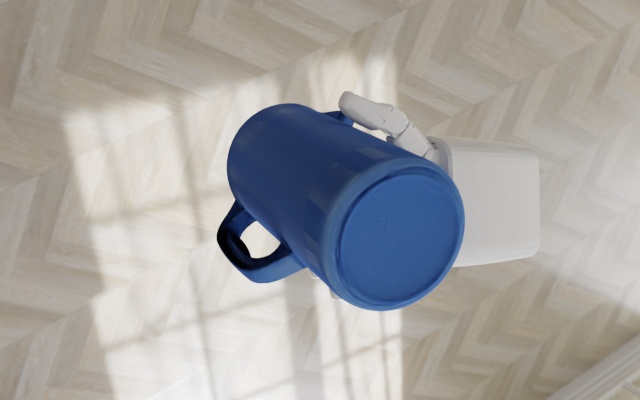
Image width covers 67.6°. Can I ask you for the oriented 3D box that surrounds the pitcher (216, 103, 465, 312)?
[{"bbox_3d":[0.000,0.001,0.409,0.145,0.149,0.242,1,15,-22],"label":"pitcher"}]
